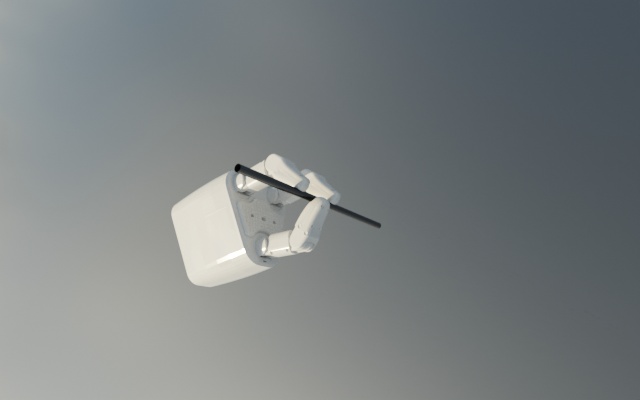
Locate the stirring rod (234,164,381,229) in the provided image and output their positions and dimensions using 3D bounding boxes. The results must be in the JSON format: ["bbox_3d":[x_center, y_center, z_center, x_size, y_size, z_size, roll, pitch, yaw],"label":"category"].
[{"bbox_3d":[0.000,0.002,0.508,0.011,0.011,0.239,0,-15,39],"label":"stirring rod"}]
